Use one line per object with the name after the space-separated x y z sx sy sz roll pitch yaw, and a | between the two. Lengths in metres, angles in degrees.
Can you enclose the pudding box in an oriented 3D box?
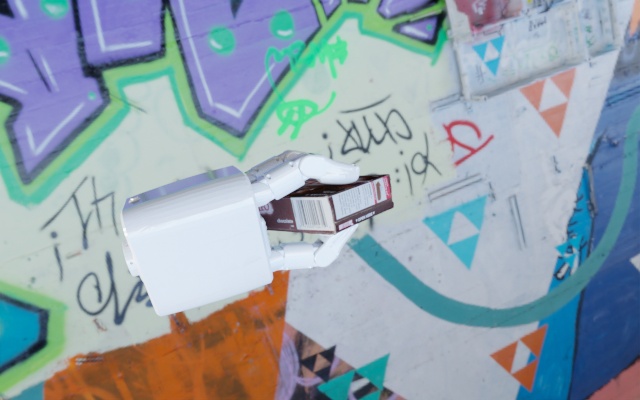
0.000 0.002 0.467 0.113 0.039 0.090 3 17 44 | pudding box
